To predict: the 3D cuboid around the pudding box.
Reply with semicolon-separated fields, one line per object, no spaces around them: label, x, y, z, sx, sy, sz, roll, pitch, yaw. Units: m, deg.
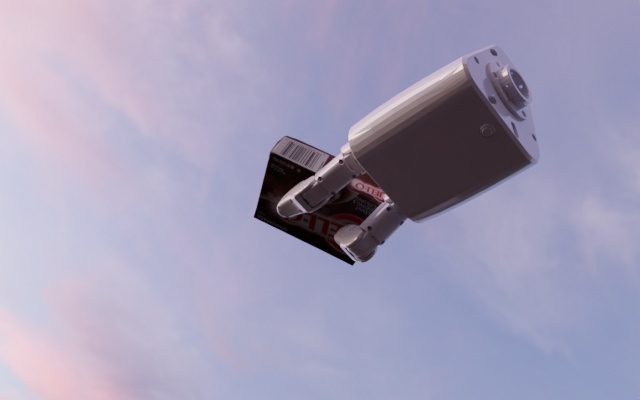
pudding box;0.000;0.001;0.449;0.113;0.090;0.039;27;44;6
